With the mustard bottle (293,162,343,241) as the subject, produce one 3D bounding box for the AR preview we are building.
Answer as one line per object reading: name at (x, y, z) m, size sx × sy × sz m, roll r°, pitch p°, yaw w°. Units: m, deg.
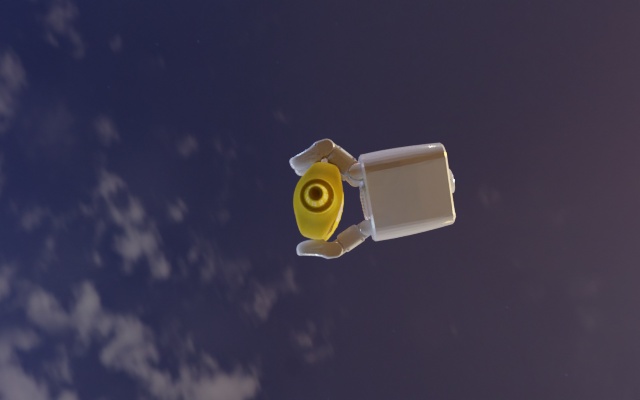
mustard bottle at (0.000, 0.002, 0.612) m, size 0.058 × 0.096 × 0.191 m, roll 13°, pitch -5°, yaw 4°
